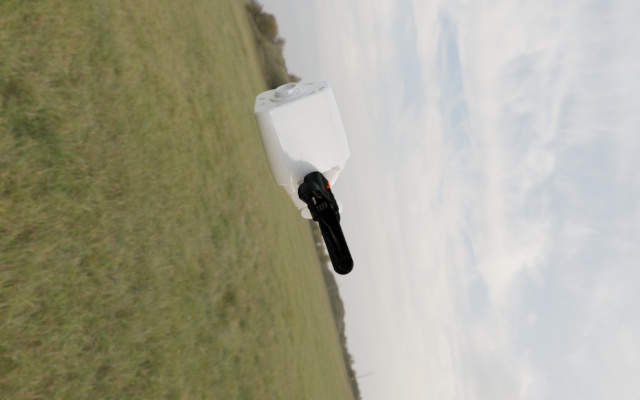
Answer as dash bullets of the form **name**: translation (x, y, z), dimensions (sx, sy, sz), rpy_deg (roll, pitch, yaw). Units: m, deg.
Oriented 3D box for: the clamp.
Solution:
- **clamp**: translation (0.001, 0.002, 0.594), dimensions (0.039, 0.120, 0.171), rpy_deg (-19, 29, 1)
